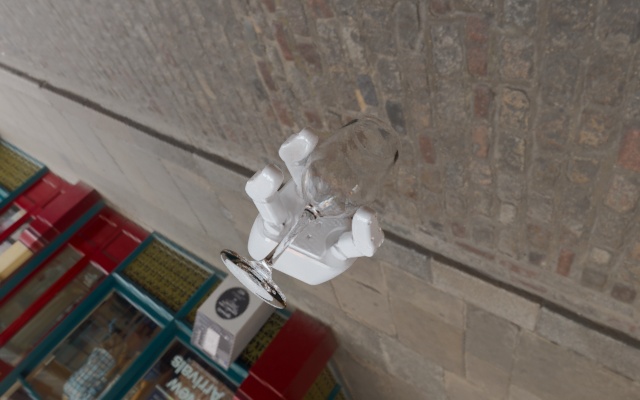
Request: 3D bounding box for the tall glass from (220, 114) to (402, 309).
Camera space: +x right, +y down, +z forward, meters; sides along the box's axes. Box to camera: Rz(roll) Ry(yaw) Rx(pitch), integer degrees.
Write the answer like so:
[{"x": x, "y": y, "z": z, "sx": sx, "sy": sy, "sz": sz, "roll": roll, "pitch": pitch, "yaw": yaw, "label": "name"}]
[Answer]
[{"x": 0.000, "y": 0.002, "z": 0.456, "sx": 0.201, "sy": 0.079, "sz": 0.079, "roll": -49, "pitch": 26, "yaw": -25, "label": "tall glass"}]
